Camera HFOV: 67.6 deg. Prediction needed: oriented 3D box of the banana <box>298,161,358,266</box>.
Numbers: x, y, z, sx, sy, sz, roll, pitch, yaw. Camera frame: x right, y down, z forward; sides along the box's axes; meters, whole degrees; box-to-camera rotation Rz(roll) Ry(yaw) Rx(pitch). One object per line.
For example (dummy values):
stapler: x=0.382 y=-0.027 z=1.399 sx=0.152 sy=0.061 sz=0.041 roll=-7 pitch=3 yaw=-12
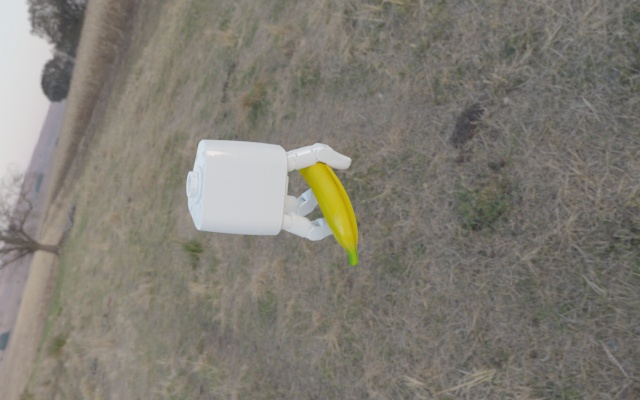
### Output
banana: x=0.005 y=-0.008 z=0.637 sx=0.037 sy=0.197 sz=0.070 roll=-7 pitch=-41 yaw=-22
